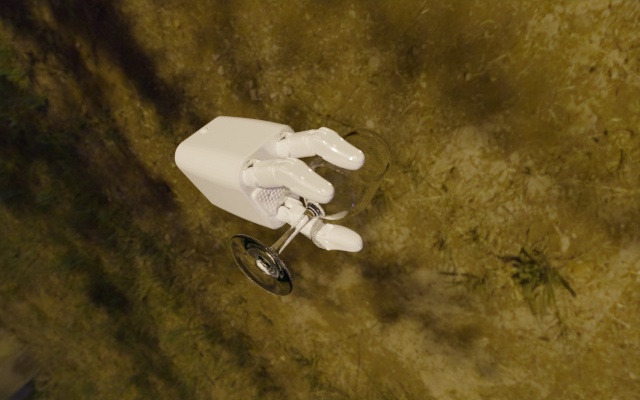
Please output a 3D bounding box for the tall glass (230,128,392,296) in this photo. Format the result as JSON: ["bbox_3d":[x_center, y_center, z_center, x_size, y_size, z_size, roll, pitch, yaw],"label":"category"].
[{"bbox_3d":[0.000,0.002,0.496,0.079,0.079,0.201,0,36,45],"label":"tall glass"}]
